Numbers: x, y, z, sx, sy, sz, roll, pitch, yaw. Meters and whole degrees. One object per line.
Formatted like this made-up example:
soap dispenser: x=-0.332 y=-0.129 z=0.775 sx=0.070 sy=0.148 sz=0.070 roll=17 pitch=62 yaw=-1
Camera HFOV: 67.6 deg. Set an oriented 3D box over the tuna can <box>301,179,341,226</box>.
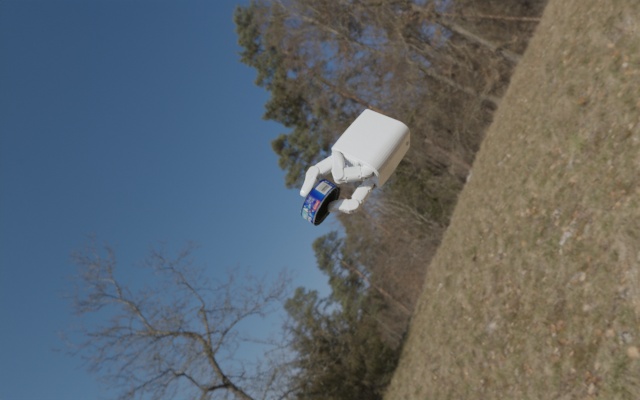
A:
tuna can: x=0.000 y=0.003 z=0.897 sx=0.033 sy=0.086 sz=0.086 roll=32 pitch=10 yaw=16
